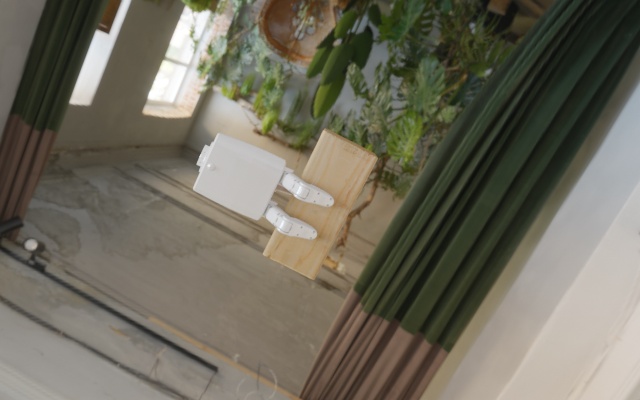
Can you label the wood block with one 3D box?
[{"bbox_3d":[0.000,0.002,0.738,0.090,0.206,0.091,27,11,-3],"label":"wood block"}]
